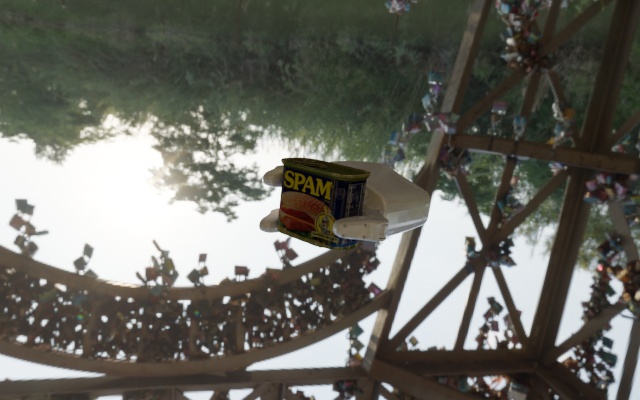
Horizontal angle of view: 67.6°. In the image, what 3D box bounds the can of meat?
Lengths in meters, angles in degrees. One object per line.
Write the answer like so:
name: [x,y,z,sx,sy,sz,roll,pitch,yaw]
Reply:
can of meat: [0.000,0.002,0.531,0.102,0.084,0.057,17,16,38]
